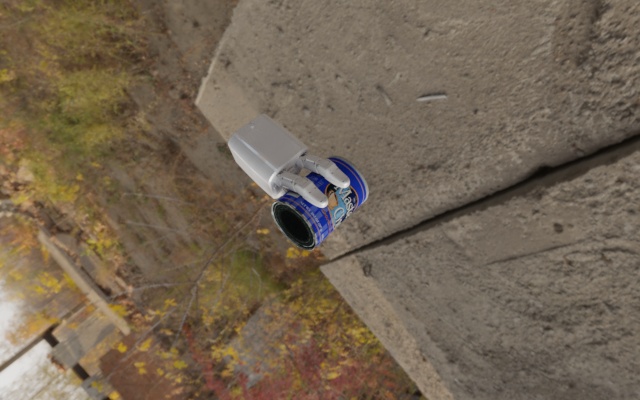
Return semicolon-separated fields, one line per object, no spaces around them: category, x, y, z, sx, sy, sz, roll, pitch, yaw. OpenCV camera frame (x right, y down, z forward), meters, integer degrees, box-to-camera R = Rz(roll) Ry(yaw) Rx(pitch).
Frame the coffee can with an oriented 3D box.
coffee can;0.000;0.003;0.820;0.140;0.103;0.103;-41;23;-29
